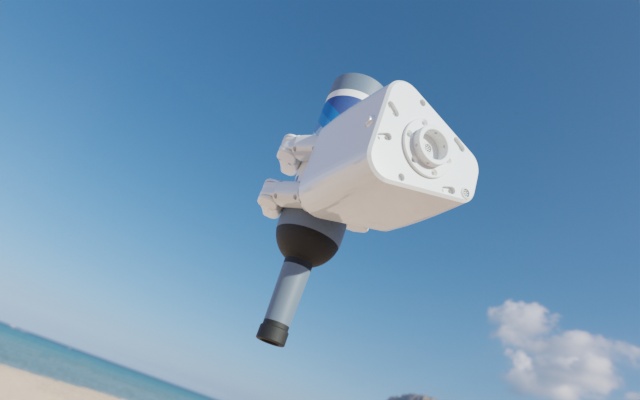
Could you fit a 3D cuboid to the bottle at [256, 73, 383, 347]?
[{"bbox_3d":[0.000,0.001,0.489,0.069,0.295,0.069,16,-25,8],"label":"bottle"}]
